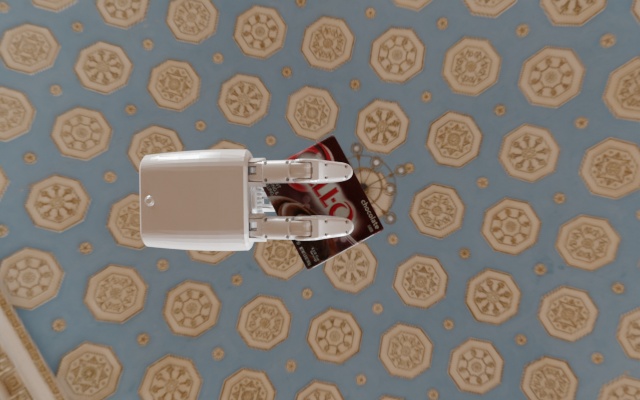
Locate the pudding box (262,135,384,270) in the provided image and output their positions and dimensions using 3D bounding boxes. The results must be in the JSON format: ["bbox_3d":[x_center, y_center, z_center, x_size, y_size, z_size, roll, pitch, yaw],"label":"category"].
[{"bbox_3d":[0.000,0.002,0.499,0.090,0.113,0.039,-28,1,0],"label":"pudding box"}]
